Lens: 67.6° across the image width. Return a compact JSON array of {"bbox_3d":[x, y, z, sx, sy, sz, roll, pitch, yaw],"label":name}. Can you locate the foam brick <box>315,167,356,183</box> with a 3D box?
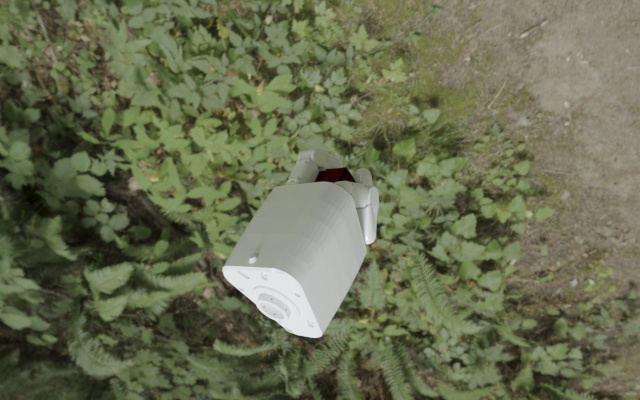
[{"bbox_3d":[0.000,0.002,0.524,0.078,0.053,0.051,-4,42,40],"label":"foam brick"}]
